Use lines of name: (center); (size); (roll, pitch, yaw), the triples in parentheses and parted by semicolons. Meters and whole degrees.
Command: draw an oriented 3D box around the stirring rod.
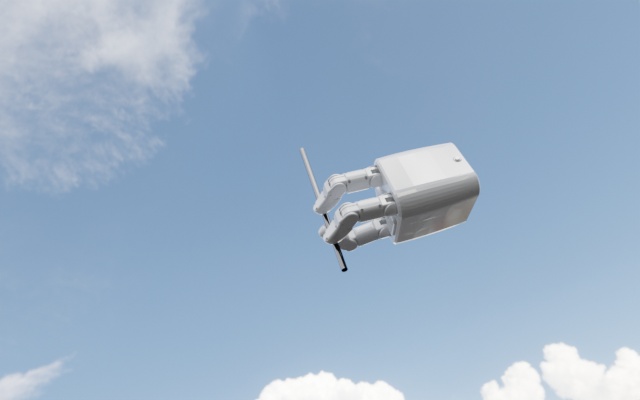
stirring rod: (0.000, 0.002, 0.649); (0.011, 0.011, 0.239); (0, 42, -19)
